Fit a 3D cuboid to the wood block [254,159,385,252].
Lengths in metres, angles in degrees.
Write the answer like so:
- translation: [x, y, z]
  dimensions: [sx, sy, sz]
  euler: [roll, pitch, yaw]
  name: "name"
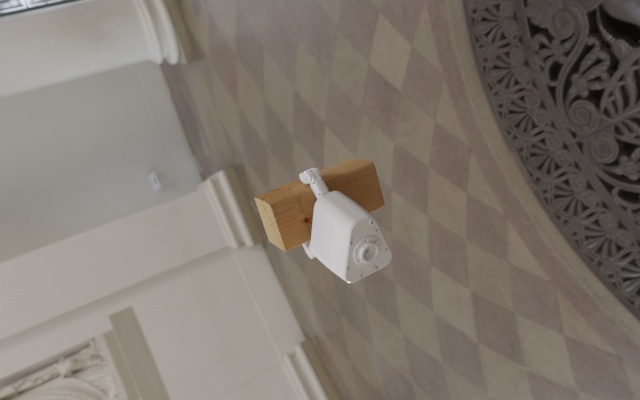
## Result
- translation: [0.000, 0.003, 0.863]
  dimensions: [0.206, 0.091, 0.090]
  euler: [-23, 18, -21]
  name: "wood block"
